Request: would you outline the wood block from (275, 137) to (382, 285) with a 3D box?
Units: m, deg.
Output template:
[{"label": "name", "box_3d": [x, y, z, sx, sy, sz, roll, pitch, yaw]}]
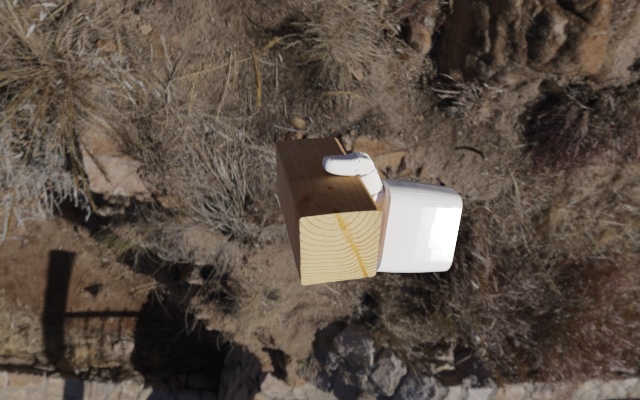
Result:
[{"label": "wood block", "box_3d": [0.001, 0.002, 0.602, 0.090, 0.091, 0.206, -5, 30, -11]}]
